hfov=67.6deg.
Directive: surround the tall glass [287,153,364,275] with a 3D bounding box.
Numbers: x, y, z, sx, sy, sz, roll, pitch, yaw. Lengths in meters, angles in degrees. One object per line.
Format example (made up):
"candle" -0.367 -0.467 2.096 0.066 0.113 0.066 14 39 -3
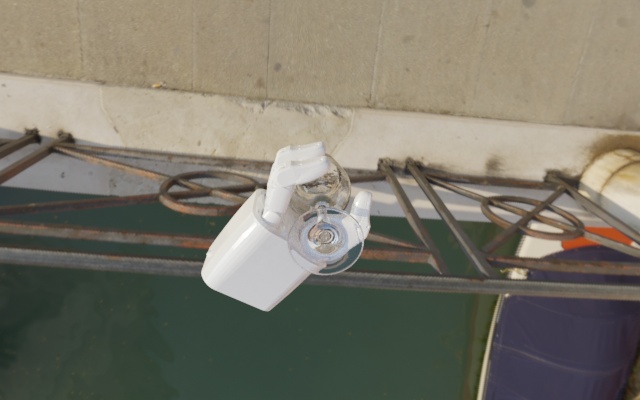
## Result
"tall glass" 0.000 0.002 0.551 0.079 0.079 0.201 0 23 -3
